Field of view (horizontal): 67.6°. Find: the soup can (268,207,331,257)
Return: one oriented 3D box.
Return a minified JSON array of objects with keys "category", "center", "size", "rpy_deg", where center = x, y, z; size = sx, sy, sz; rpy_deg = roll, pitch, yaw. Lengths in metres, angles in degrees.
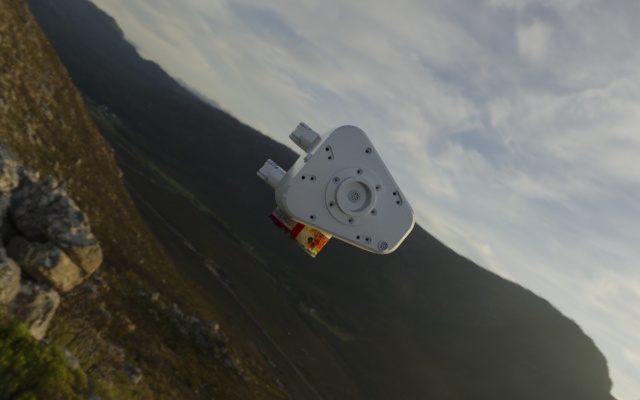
[{"category":"soup can","center":[0.000,0.002,0.527],"size":[0.068,0.102,0.068],"rpy_deg":[40,-2,2]}]
